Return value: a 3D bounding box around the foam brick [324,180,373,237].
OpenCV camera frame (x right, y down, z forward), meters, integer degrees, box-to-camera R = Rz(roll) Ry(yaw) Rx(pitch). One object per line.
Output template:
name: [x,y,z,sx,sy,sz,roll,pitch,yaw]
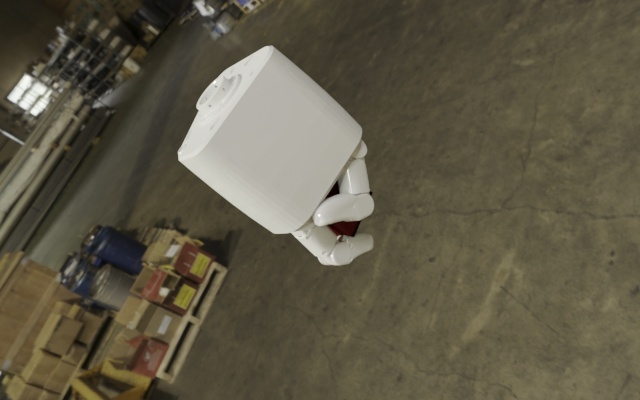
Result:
foam brick: [0.000,0.002,0.460,0.051,0.053,0.078,41,-29,-30]
